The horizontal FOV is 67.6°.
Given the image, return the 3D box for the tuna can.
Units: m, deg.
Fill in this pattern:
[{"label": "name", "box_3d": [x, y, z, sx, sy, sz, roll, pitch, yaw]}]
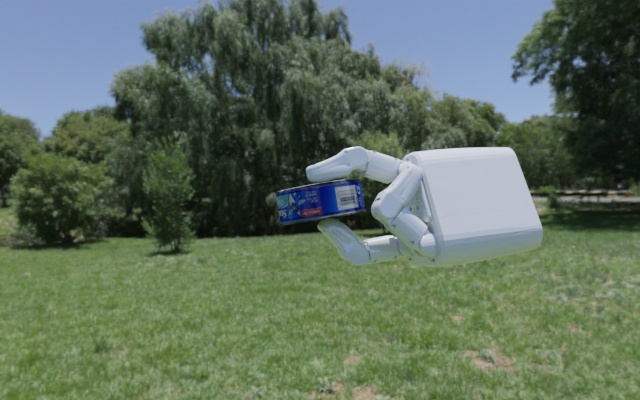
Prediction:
[{"label": "tuna can", "box_3d": [0.000, 0.001, 0.472, 0.086, 0.034, 0.086, -9, -1, 0]}]
